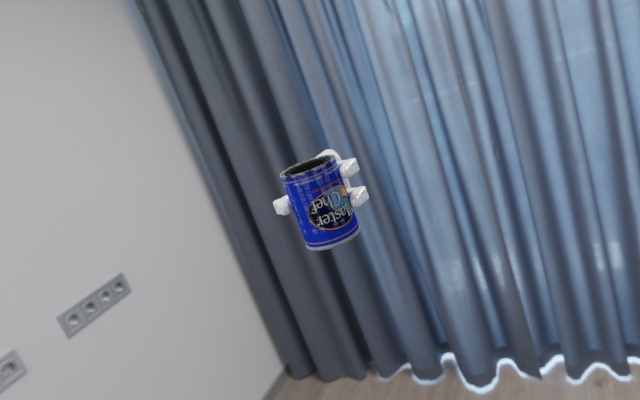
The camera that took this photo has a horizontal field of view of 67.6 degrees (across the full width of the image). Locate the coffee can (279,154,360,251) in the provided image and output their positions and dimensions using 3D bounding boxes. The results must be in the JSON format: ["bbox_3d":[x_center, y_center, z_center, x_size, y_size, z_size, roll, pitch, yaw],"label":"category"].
[{"bbox_3d":[0.000,0.003,0.838,0.103,0.140,0.102,-19,15,5],"label":"coffee can"}]
